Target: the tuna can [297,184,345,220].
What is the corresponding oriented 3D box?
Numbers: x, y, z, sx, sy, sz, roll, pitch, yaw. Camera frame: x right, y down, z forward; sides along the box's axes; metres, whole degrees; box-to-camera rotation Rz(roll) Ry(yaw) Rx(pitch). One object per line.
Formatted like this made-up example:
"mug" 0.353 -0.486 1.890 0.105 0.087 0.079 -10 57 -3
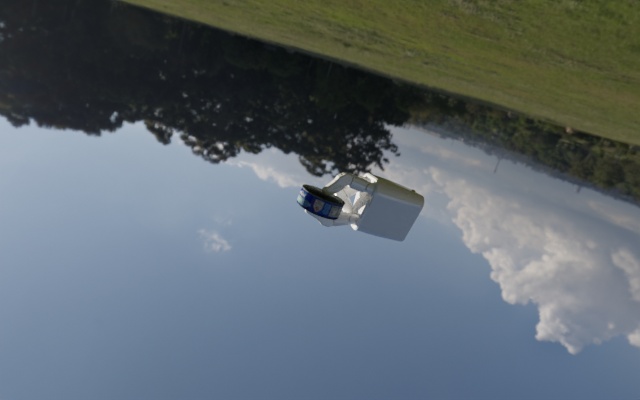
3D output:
"tuna can" 0.000 0.003 0.883 0.086 0.034 0.086 22 12 -5
